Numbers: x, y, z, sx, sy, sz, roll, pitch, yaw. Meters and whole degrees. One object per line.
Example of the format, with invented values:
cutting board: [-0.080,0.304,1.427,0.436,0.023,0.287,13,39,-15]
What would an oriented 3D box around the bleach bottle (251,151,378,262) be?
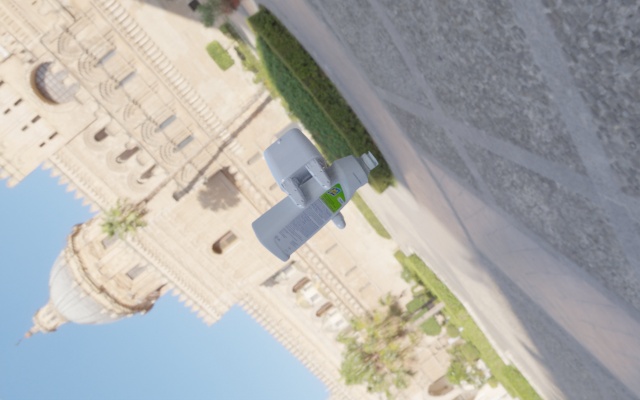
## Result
bleach bottle: [0.000,0.003,0.872,0.251,0.068,0.103,-37,-41,4]
